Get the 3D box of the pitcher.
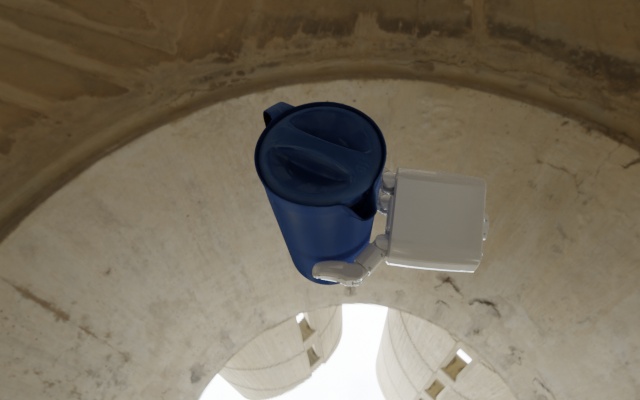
[{"bbox_3d":[0.000,0.002,0.579,0.145,0.149,0.243,6,-31,7],"label":"pitcher"}]
